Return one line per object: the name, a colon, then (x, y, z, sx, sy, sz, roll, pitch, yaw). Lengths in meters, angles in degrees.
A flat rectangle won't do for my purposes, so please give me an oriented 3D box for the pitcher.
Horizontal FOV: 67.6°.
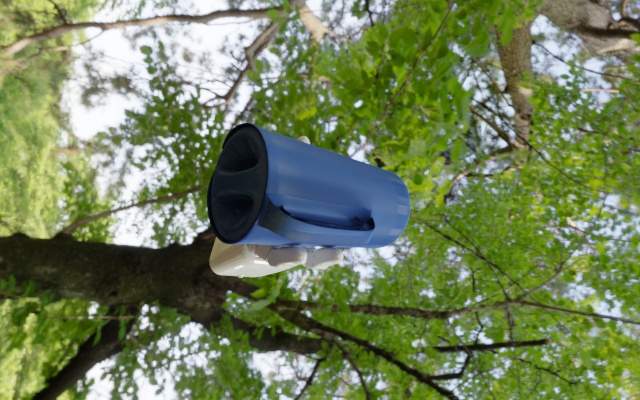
pitcher: (0.000, 0.002, 0.581, 0.243, 0.149, 0.145, 10, -26, -38)
